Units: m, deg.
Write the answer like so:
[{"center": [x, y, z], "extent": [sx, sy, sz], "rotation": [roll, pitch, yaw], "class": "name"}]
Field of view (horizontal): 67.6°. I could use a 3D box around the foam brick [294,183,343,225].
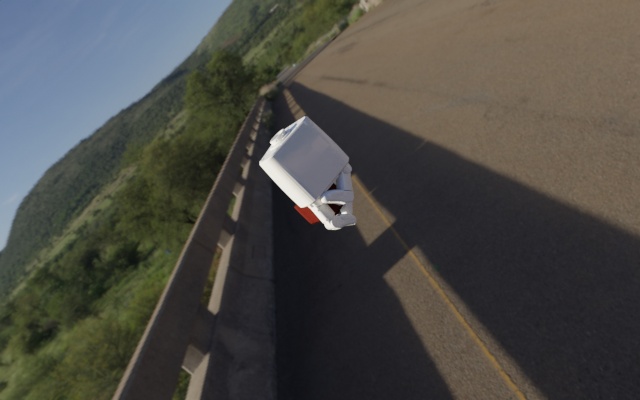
[{"center": [0.000, 0.003, 0.866], "extent": [0.051, 0.053, 0.078], "rotation": [43, -32, -18], "class": "foam brick"}]
